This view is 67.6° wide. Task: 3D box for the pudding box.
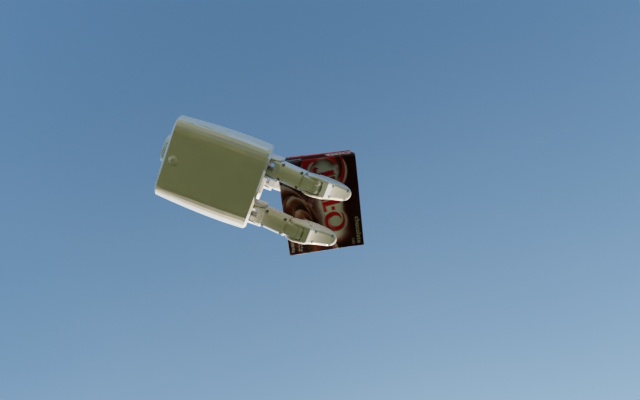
[{"bbox_3d":[0.000,0.002,0.562,0.090,0.113,0.039,-8,16,-4],"label":"pudding box"}]
